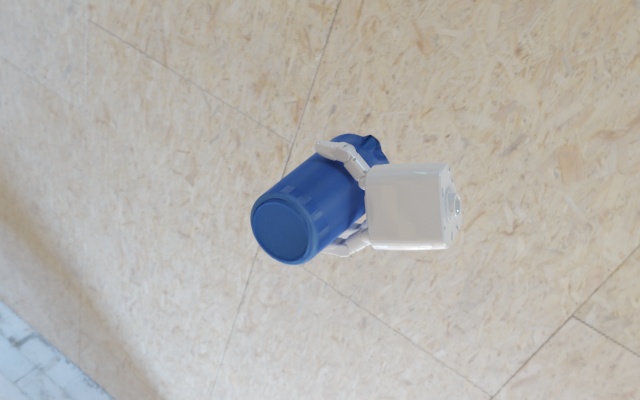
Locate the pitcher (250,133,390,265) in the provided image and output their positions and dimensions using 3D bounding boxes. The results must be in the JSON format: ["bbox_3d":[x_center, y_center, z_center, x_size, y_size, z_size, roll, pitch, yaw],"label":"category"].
[{"bbox_3d":[0.000,0.002,0.725,0.145,0.149,0.242,-1,23,31],"label":"pitcher"}]
